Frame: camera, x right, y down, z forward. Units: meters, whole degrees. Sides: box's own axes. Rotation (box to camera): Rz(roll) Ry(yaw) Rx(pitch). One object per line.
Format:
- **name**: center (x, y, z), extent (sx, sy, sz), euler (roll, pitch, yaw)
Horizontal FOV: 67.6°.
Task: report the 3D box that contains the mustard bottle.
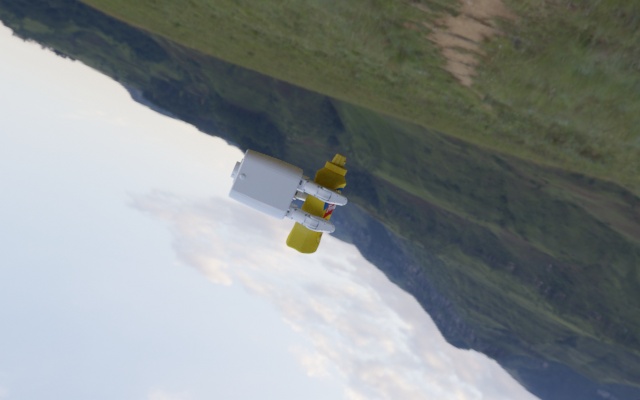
- **mustard bottle**: center (0.000, 0.003, 0.893), extent (0.058, 0.191, 0.096), euler (25, 7, 16)
